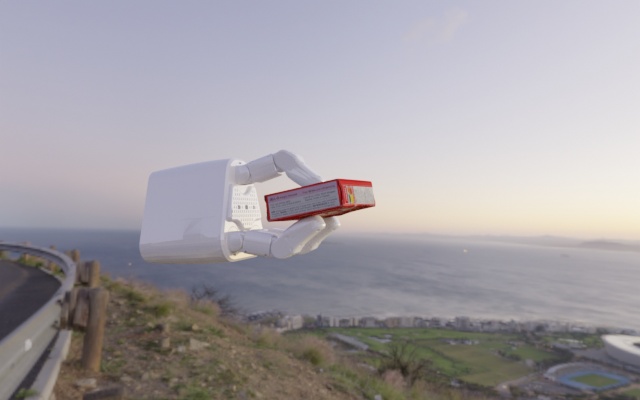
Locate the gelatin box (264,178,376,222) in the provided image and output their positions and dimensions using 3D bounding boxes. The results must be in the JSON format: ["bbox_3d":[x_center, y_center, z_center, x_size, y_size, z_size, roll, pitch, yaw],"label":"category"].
[{"bbox_3d":[0.000,0.001,0.482,0.089,0.030,0.073,-13,-7,30],"label":"gelatin box"}]
